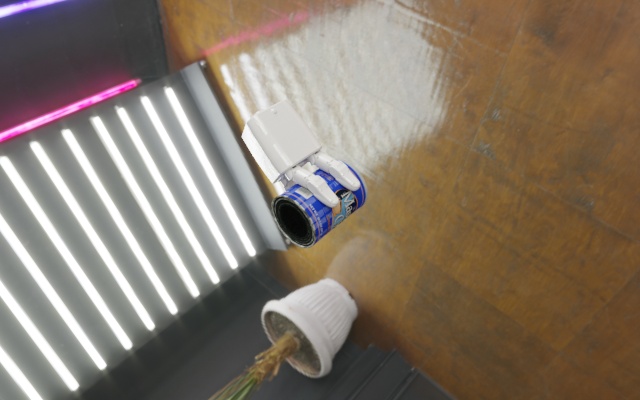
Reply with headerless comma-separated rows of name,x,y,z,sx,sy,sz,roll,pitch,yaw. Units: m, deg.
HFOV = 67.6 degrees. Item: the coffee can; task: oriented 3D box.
coffee can,0.000,0.003,0.832,0.140,0.103,0.103,-36,22,-34
